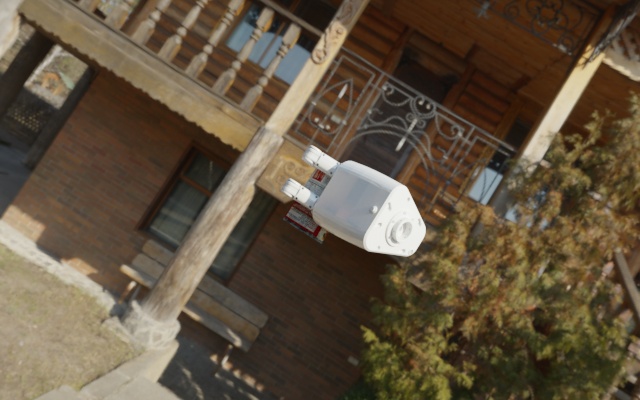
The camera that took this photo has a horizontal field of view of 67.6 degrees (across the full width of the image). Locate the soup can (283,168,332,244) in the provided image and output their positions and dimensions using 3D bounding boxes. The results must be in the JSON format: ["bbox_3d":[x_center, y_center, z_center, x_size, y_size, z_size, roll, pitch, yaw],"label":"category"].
[{"bbox_3d":[0.000,0.002,0.701,0.068,0.102,0.068,32,-3,2],"label":"soup can"}]
